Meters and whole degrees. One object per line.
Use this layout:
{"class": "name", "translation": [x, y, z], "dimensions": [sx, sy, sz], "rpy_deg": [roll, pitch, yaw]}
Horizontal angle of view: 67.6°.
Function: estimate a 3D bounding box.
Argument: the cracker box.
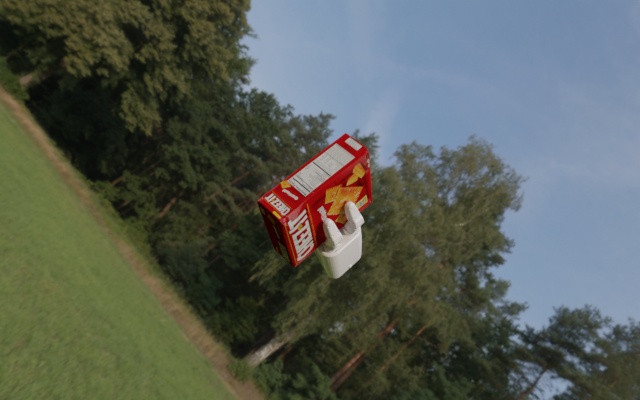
{"class": "cracker box", "translation": [0.000, 0.003, 0.887], "dimensions": [0.072, 0.213, 0.164], "rpy_deg": [39, -23, 30]}
